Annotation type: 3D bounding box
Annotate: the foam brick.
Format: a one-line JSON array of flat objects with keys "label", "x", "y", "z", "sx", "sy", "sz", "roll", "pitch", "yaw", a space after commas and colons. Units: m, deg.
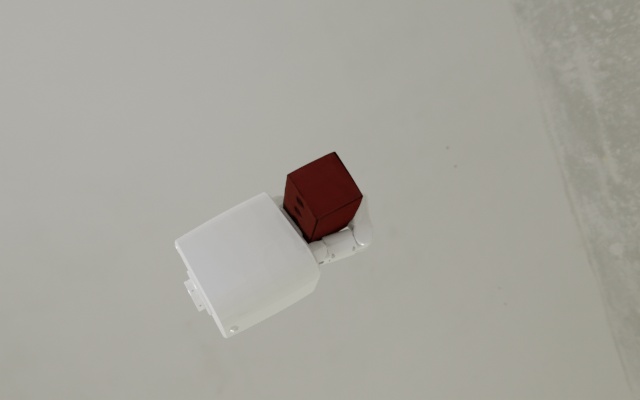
[{"label": "foam brick", "x": 0.000, "y": 0.001, "z": 0.455, "sx": 0.051, "sy": 0.053, "sz": 0.078, "roll": -26, "pitch": -19, "yaw": -18}]
